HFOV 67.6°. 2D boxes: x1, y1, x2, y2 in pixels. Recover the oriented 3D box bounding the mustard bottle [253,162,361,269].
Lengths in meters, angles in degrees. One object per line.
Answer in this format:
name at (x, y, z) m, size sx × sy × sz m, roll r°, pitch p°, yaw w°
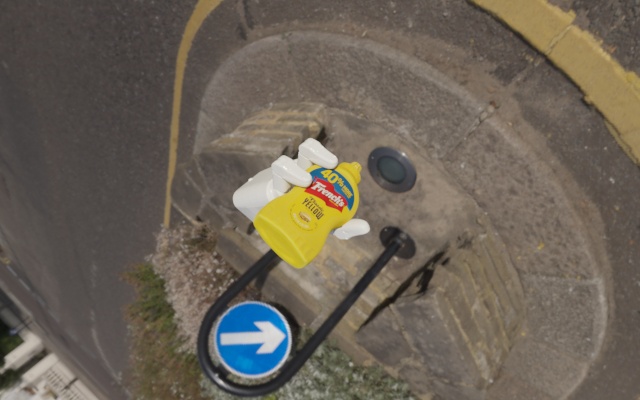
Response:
mustard bottle at (0.000, 0.002, 0.681) m, size 0.191 × 0.096 × 0.058 m, roll -44°, pitch -2°, yaw -36°
